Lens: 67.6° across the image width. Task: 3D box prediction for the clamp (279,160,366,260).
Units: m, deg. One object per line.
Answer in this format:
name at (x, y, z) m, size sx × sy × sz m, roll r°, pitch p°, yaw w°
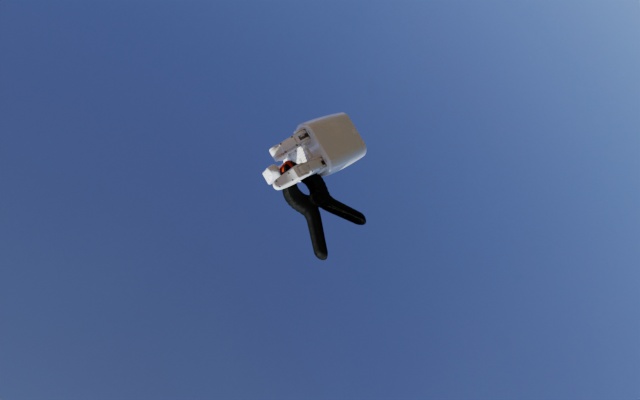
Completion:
clamp at (0.000, 0.003, 0.797) m, size 0.120 × 0.171 × 0.039 m, roll -27°, pitch -5°, yaw -41°
